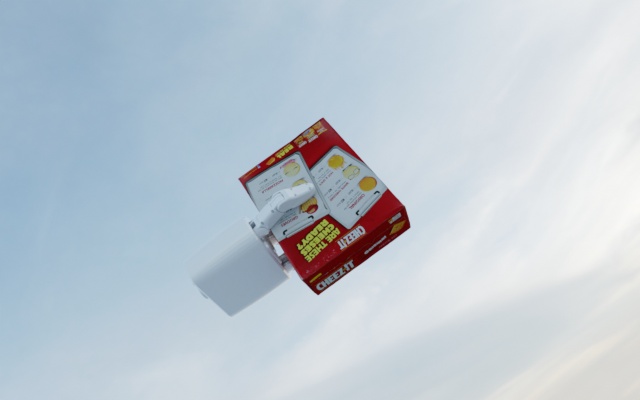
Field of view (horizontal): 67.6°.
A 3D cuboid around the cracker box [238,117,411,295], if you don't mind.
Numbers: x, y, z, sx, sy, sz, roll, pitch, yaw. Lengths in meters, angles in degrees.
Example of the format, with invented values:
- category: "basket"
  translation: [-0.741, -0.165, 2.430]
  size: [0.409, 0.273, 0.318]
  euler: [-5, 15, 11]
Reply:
- category: "cracker box"
  translation: [0.000, 0.002, 0.689]
  size: [0.164, 0.213, 0.072]
  euler: [-36, -36, -2]
